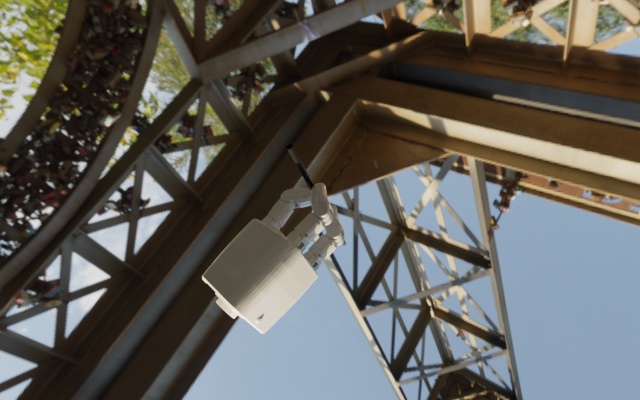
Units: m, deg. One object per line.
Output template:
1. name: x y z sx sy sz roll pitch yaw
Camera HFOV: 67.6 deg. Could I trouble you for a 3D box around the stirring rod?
1. stirring rod: 0.000 0.002 0.663 0.011 0.011 0.240 0 -33 22
